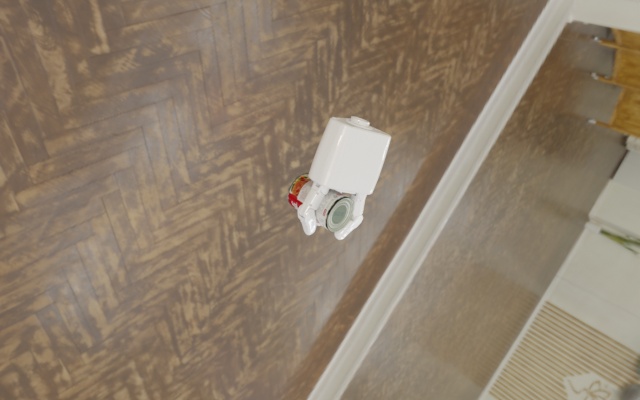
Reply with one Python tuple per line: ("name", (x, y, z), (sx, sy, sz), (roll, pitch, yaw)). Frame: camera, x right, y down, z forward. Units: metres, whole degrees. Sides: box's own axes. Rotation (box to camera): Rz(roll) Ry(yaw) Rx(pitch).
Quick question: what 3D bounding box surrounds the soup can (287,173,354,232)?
("soup can", (0.000, 0.003, 0.831), (0.102, 0.068, 0.068), (32, 20, 36))
